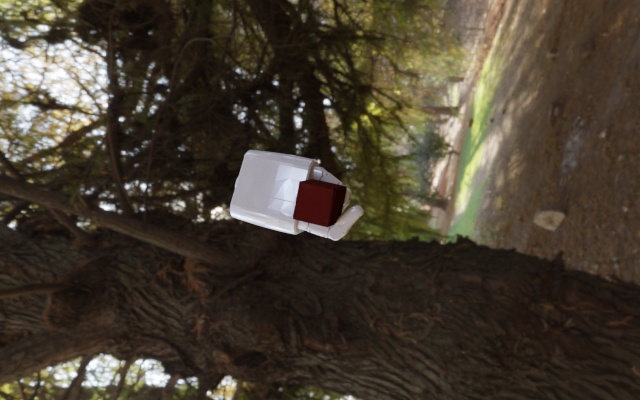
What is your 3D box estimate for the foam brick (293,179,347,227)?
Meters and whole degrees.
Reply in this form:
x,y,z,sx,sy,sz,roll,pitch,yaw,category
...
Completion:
x,y,z,sx,sy,sz,roll,pitch,yaw,category
0.000,0.002,0.655,0.051,0.053,0.078,13,7,13,foam brick
